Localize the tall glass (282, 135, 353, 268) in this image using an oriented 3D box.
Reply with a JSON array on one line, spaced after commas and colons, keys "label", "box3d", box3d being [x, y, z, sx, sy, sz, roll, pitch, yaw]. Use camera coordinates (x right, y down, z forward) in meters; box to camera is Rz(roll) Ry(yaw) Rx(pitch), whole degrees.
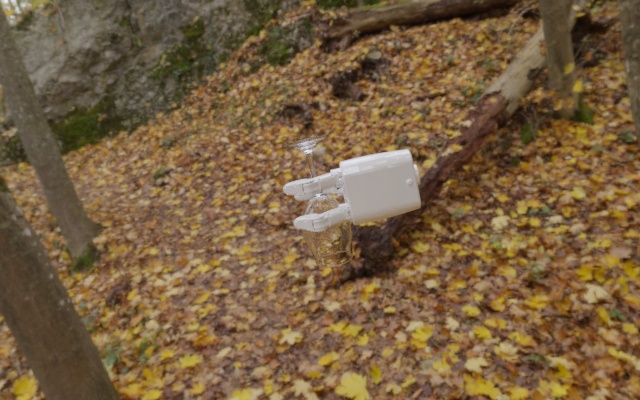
[{"label": "tall glass", "box3d": [0.000, 0.002, 0.756, 0.079, 0.201, 0.079, -13, 12, 3]}]
